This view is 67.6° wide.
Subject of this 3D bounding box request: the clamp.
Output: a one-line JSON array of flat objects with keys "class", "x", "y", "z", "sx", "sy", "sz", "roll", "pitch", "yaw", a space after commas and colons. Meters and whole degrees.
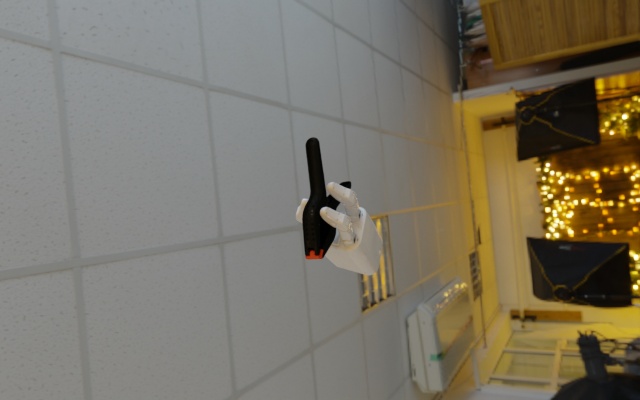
[{"class": "clamp", "x": -0.001, "y": 0.003, "z": 0.857, "sx": 0.036, "sy": 0.209, "sz": 0.165, "roll": -6, "pitch": -39, "yaw": 29}]
